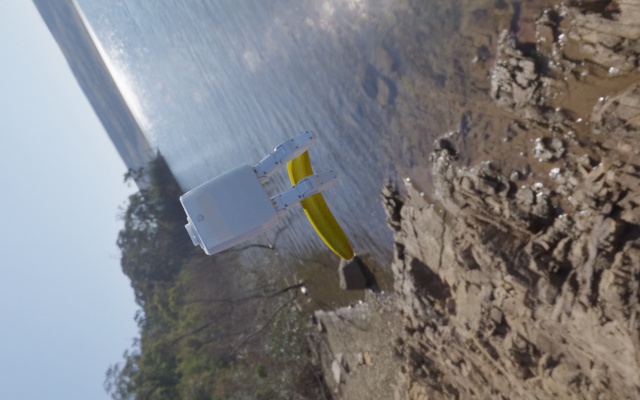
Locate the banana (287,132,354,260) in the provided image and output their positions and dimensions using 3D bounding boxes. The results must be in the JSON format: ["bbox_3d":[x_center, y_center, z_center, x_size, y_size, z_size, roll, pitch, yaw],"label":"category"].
[{"bbox_3d":[-0.007,-0.001,0.711,0.037,0.198,0.069,-26,8,-18],"label":"banana"}]
